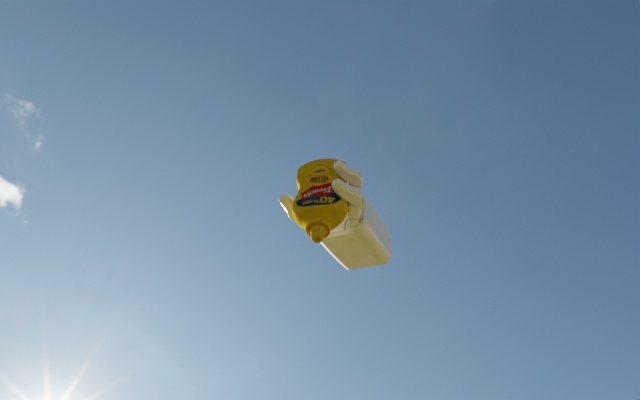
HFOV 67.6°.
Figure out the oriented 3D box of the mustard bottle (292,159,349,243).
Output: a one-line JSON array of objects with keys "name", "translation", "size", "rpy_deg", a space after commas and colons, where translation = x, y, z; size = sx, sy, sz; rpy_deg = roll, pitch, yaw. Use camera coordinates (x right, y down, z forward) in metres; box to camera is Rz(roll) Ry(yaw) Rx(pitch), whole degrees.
[{"name": "mustard bottle", "translation": [0.000, 0.002, 0.829], "size": [0.096, 0.058, 0.191], "rpy_deg": [-5, 38, 8]}]
